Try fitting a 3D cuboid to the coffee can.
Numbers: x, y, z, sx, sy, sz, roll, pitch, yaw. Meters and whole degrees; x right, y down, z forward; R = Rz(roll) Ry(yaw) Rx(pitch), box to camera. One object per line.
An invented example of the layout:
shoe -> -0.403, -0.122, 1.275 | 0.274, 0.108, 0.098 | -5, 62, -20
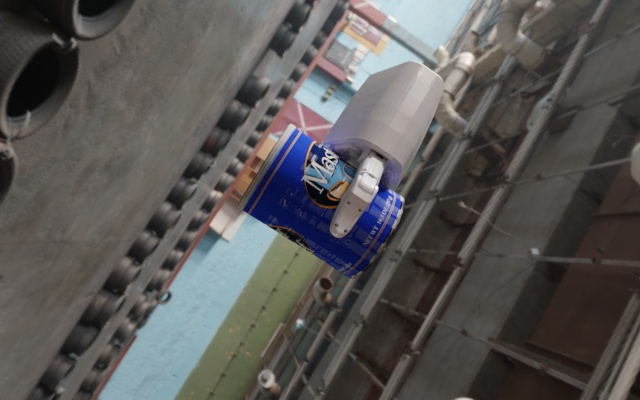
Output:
coffee can -> 0.000, 0.002, 0.497 | 0.140, 0.103, 0.103 | 33, -4, -6
